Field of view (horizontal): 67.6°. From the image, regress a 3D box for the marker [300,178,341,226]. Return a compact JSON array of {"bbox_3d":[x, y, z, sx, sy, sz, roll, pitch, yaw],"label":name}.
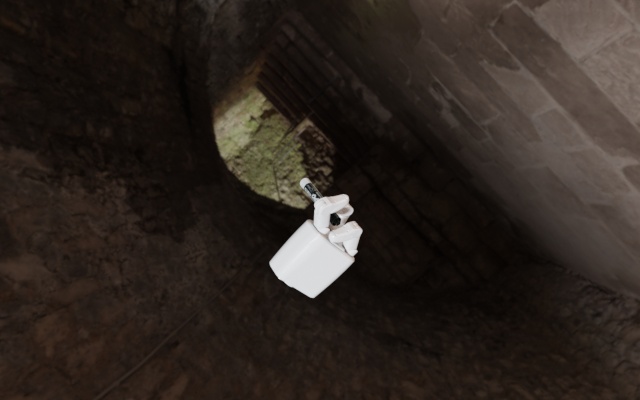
[{"bbox_3d":[0.000,0.003,0.834,0.020,0.020,0.121,0,38,-39],"label":"marker"}]
